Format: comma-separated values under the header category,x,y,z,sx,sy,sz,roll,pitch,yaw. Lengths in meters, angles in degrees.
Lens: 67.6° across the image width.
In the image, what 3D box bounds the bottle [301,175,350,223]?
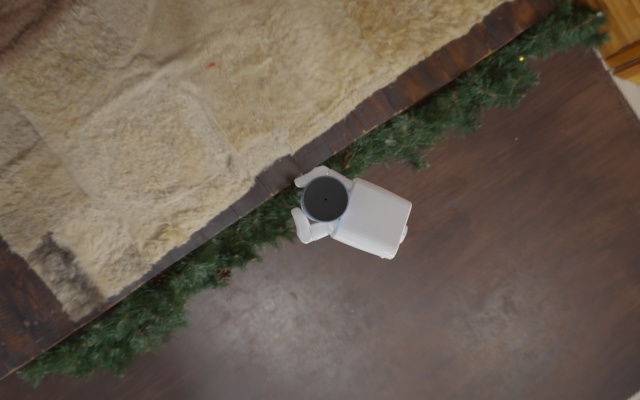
category,x,y,z,sx,sy,sz,roll,pitch,yaw
bottle,0.000,0.003,0.808,0.069,0.069,0.296,0,-2,-3
